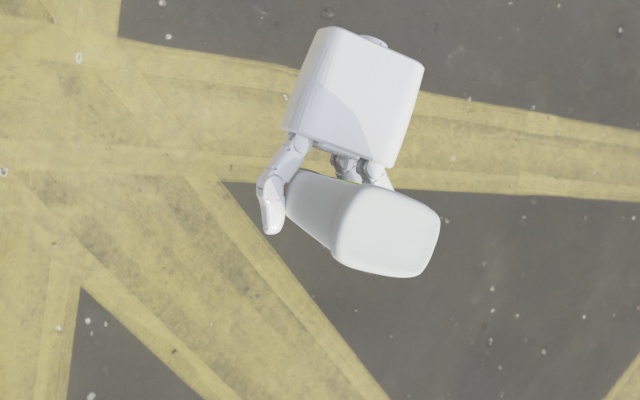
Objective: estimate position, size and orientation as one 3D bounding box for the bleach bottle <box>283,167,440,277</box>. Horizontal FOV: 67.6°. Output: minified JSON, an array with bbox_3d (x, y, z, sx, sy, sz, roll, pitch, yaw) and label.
[{"bbox_3d":[0.000,0.002,0.482,0.102,0.068,0.250,18,4,-31],"label":"bleach bottle"}]
